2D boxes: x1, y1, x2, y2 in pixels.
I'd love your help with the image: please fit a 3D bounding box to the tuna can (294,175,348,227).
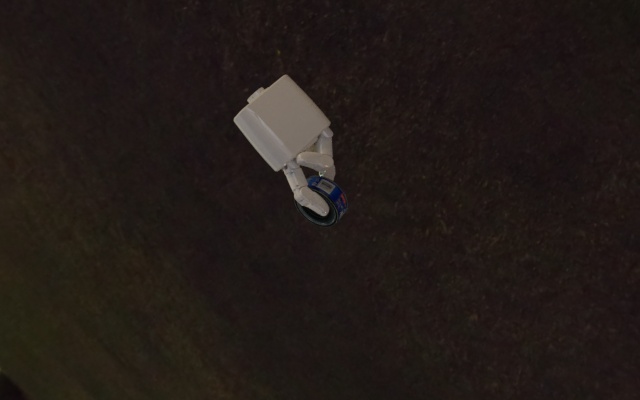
[{"bbox_3d":[0.000,0.003,0.786,0.086,0.086,0.033,0,38,38],"label":"tuna can"}]
